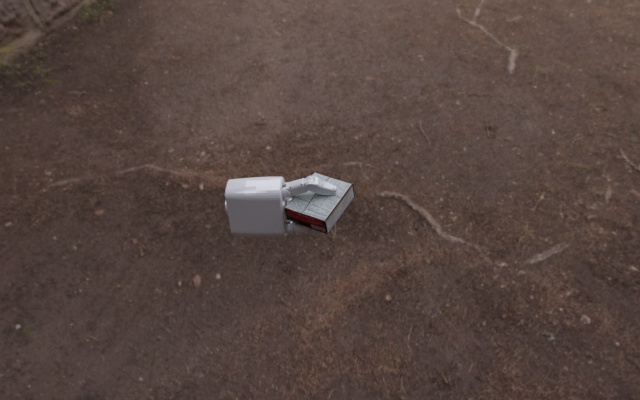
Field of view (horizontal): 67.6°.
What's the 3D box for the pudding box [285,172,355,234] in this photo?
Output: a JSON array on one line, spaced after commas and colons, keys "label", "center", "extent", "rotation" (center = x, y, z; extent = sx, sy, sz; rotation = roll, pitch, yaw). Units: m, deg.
[{"label": "pudding box", "center": [0.000, 0.003, 0.896], "extent": [0.090, 0.039, 0.113], "rotation": [19, 52, 25]}]
